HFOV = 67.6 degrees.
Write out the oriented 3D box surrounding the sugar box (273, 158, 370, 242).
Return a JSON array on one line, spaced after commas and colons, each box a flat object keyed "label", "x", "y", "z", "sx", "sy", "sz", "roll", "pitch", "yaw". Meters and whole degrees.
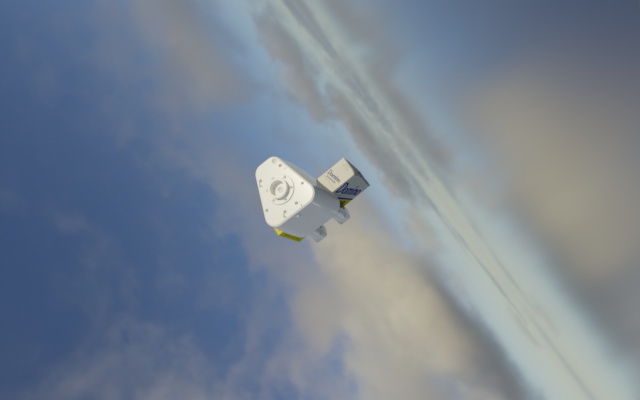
[{"label": "sugar box", "x": 0.000, "y": 0.003, "z": 0.869, "sx": 0.176, "sy": 0.048, "sz": 0.093, "roll": -37, "pitch": -23, "yaw": 11}]
